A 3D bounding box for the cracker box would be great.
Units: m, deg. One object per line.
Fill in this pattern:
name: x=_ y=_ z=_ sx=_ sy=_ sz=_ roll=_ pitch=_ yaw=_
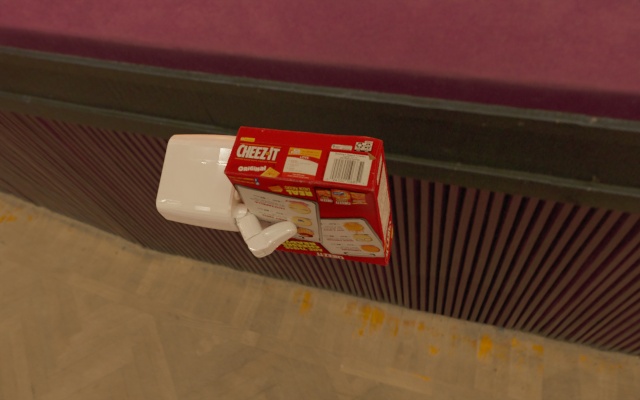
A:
cracker box: x=0.000 y=0.002 z=0.584 sx=0.164 sy=0.072 sz=0.214 roll=7 pitch=-26 yaw=15
